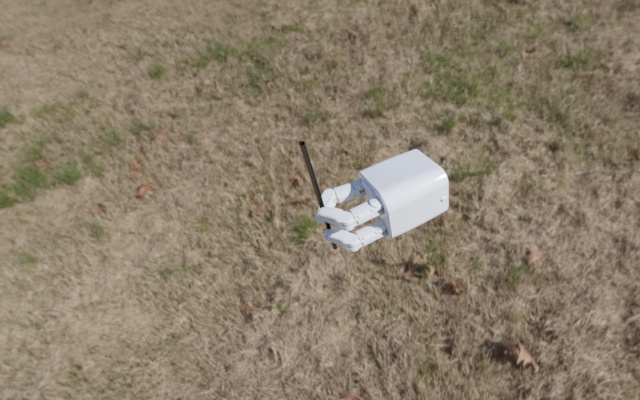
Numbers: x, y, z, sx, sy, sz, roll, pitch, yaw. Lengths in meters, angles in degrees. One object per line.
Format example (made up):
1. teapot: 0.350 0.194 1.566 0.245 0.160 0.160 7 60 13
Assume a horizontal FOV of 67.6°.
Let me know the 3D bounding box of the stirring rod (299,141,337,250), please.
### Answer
1. stirring rod: 0.000 0.002 0.709 0.011 0.011 0.240 0 -39 15
